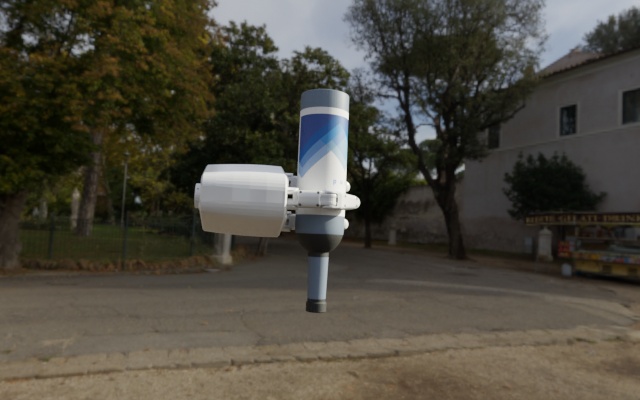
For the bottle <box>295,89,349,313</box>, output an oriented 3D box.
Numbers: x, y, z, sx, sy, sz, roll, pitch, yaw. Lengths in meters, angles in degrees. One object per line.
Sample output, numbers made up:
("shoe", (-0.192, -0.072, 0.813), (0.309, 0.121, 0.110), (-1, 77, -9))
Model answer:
("bottle", (0.000, 0.002, 0.650), (0.069, 0.295, 0.069), (2, -4, 0))
